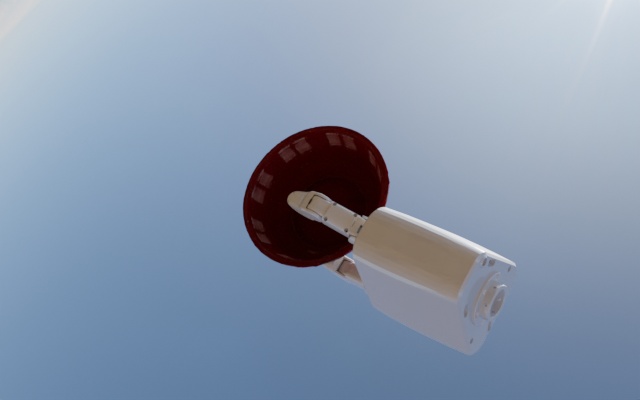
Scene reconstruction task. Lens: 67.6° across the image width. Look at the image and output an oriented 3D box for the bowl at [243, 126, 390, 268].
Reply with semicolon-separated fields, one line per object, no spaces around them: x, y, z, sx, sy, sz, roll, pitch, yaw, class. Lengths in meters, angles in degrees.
-0.001;0.001;0.515;0.162;0.162;0.055;0;-24;22;bowl
